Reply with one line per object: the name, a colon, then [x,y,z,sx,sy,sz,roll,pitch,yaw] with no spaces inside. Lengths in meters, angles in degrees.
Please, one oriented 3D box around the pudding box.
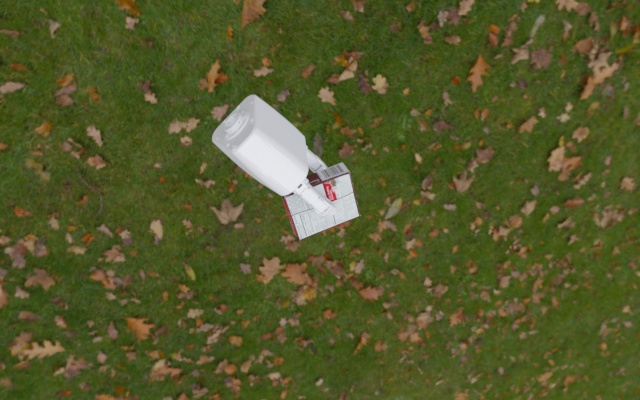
pudding box: [0.000,0.003,0.758,0.113,0.090,0.039,-21,35,-7]
